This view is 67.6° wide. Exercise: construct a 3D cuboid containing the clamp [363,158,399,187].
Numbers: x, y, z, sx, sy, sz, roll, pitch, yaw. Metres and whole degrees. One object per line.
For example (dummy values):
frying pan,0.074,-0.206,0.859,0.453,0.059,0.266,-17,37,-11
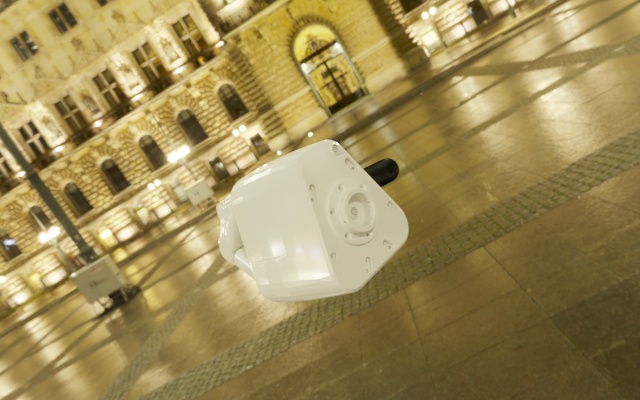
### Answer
clamp,0.000,0.001,0.496,0.171,0.039,0.120,-38,11,-36
